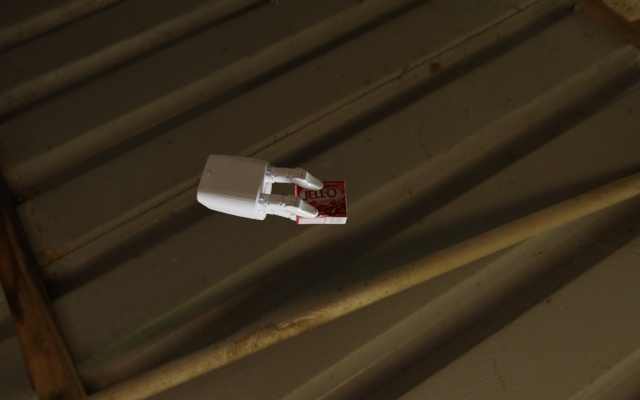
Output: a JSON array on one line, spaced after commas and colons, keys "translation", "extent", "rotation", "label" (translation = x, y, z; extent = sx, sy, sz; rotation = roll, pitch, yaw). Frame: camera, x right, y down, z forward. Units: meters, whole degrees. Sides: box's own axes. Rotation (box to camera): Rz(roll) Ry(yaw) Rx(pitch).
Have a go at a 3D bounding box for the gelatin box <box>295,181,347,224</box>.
[{"translation": [0.000, 0.003, 0.846], "extent": [0.089, 0.073, 0.030], "rotation": [0, -27, -7], "label": "gelatin box"}]
